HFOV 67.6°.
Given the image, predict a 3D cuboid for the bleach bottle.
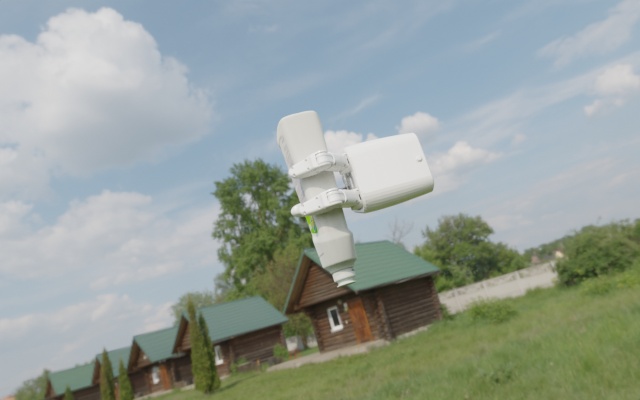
[{"bbox_3d":[0.000,0.002,0.695,0.068,0.250,0.102,-15,-15,-8],"label":"bleach bottle"}]
